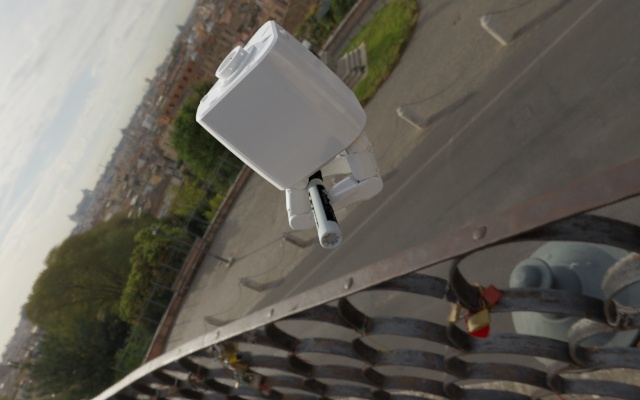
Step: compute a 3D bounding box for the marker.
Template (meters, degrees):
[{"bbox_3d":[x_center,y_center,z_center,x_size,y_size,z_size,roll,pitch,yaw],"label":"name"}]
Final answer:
[{"bbox_3d":[0.000,0.001,0.439,0.020,0.020,0.121,0,31,-10],"label":"marker"}]
